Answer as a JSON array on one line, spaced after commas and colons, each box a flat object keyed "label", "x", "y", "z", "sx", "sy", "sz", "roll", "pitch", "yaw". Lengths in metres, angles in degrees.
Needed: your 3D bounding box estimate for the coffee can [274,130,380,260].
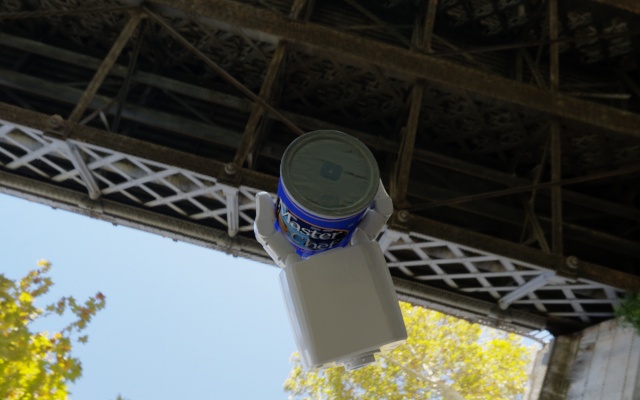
[{"label": "coffee can", "x": 0.000, "y": 0.002, "z": 0.545, "sx": 0.103, "sy": 0.102, "sz": 0.140, "roll": 0, "pitch": -27, "yaw": -10}]
